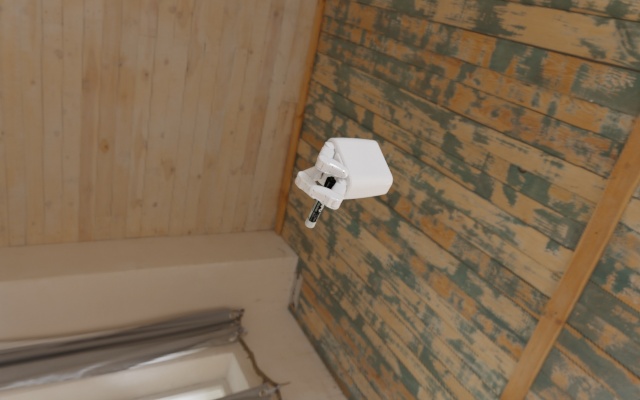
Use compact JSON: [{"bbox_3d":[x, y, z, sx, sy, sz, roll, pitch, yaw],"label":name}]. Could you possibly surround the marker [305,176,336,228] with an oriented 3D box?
[{"bbox_3d":[0.000,0.003,0.873,0.020,0.121,0.020,16,39,-13],"label":"marker"}]
